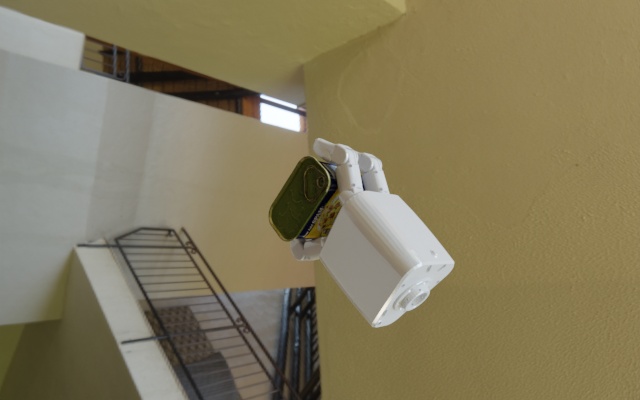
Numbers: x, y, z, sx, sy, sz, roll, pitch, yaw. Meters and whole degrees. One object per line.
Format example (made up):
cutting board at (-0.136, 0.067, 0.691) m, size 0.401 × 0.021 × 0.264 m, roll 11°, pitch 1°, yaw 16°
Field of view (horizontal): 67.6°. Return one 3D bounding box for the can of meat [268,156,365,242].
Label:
can of meat at (0.000, 0.002, 0.580) m, size 0.084 × 0.102 × 0.057 m, roll 7°, pitch 34°, yaw -48°
